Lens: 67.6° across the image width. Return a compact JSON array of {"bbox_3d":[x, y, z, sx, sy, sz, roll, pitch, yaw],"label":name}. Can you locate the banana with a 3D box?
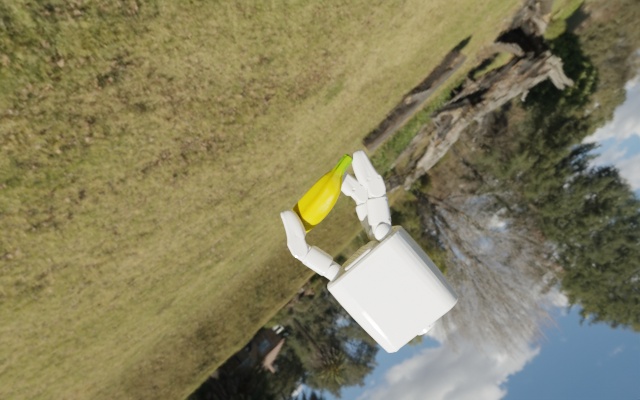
[{"bbox_3d":[-0.011,0.012,0.610,0.069,0.037,0.198,-42,-2,-29],"label":"banana"}]
